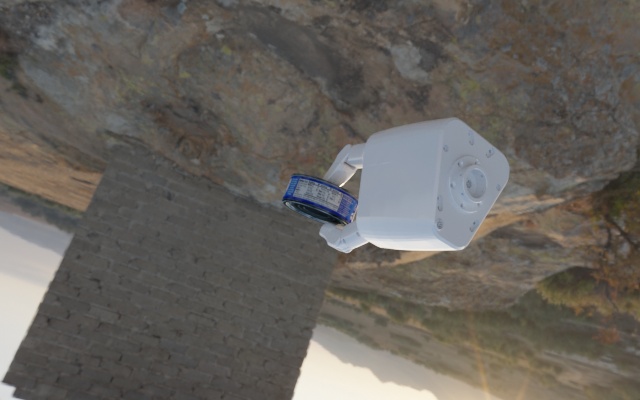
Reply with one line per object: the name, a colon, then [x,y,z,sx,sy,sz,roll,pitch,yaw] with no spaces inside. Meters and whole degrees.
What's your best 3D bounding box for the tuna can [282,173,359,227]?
tuna can: [0.000,0.002,0.550,0.086,0.033,0.086,21,-11,4]
